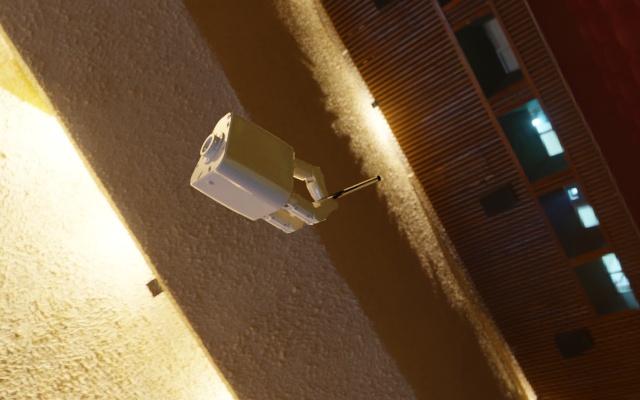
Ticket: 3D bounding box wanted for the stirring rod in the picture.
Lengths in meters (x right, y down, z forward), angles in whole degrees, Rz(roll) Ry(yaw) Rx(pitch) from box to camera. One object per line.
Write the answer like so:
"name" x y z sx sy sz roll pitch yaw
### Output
"stirring rod" 0.000 0.002 0.716 0.011 0.011 0.239 0 -15 -42
